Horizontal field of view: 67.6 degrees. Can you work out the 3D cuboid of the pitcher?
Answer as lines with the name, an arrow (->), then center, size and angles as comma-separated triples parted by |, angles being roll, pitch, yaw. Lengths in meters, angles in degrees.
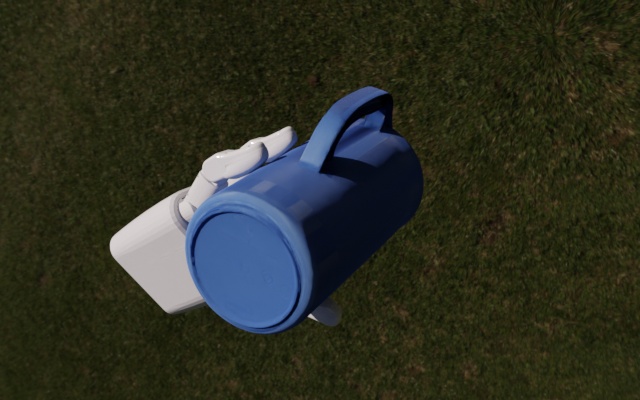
pitcher -> 0.000, 0.001, 0.421 | 0.145, 0.149, 0.242 | -23, 6, 31
